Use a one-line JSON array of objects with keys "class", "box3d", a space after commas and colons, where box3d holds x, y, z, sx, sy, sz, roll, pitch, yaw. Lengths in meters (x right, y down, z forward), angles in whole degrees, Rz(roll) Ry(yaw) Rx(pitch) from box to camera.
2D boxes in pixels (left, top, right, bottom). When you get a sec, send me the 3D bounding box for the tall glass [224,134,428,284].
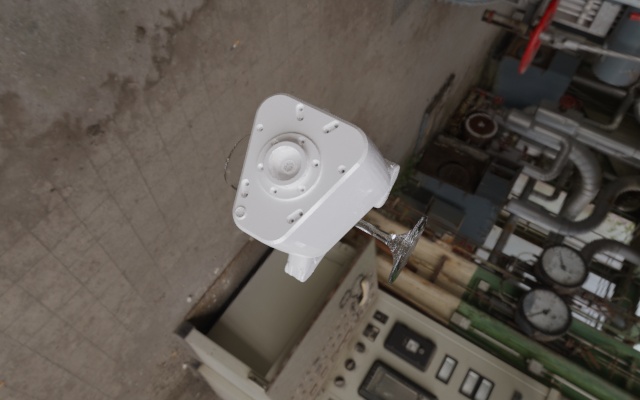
[{"class": "tall glass", "box3d": [0.001, 0.002, 0.480, 0.201, 0.079, 0.079, 28, 9, 18]}]
